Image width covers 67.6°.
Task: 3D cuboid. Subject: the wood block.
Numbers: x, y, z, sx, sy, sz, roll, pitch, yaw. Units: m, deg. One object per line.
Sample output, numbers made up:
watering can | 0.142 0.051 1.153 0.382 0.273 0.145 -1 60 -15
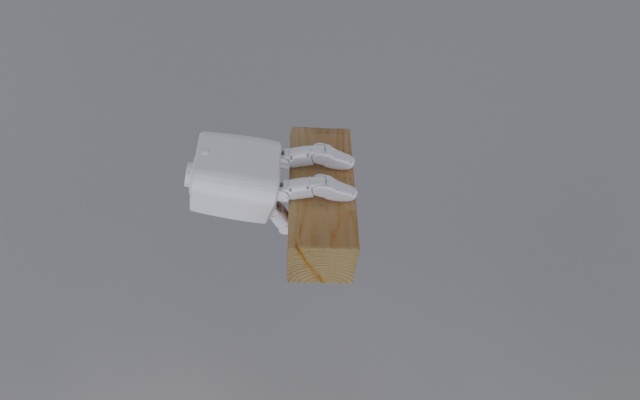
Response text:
wood block | 0.000 0.002 0.664 0.090 0.206 0.091 2 -38 -3
